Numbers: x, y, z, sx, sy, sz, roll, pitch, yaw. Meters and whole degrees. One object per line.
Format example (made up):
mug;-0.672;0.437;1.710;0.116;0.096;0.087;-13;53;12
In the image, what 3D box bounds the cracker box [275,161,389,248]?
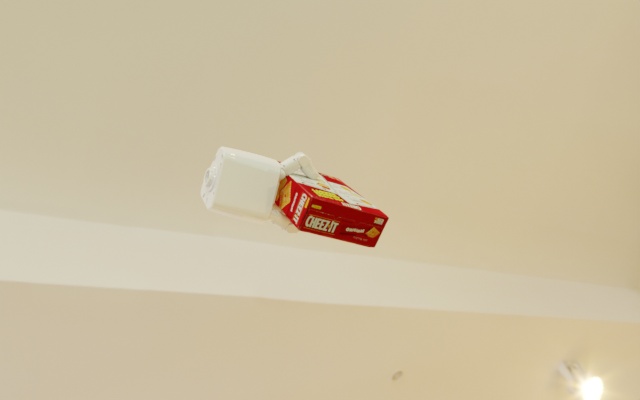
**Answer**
cracker box;0.000;0.003;0.896;0.164;0.072;0.213;15;15;-29
